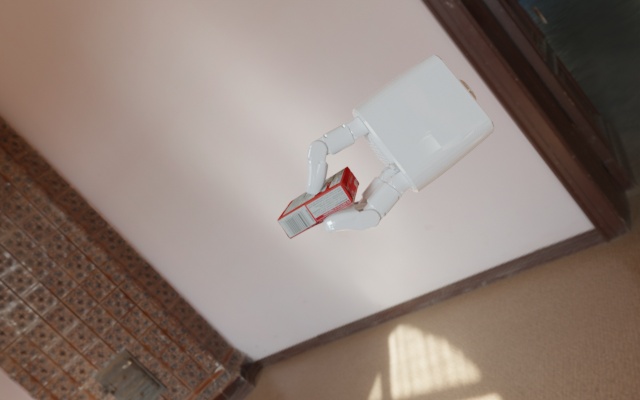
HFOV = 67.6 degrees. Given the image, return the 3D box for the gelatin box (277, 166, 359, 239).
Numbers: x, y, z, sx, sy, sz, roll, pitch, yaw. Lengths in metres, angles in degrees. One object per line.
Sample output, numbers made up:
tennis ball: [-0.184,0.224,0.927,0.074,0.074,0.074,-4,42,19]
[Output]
gelatin box: [0.000,0.002,0.553,0.089,0.030,0.073,-30,10,16]
